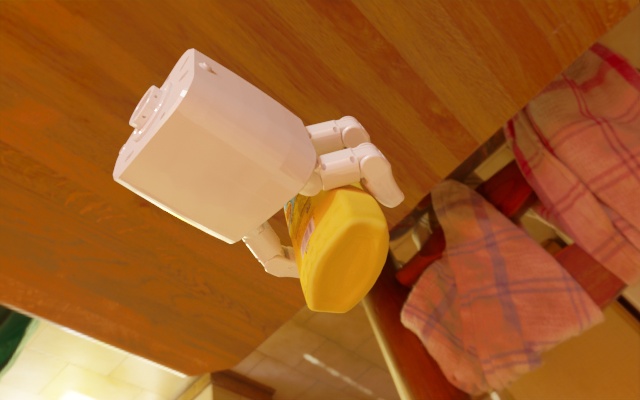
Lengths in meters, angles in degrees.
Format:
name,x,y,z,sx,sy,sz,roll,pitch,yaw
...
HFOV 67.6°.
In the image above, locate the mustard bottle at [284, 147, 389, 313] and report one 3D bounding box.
name,x,y,z,sx,sy,sz,roll,pitch,yaw
mustard bottle,0.000,0.002,0.430,0.058,0.096,0.191,8,30,-19
